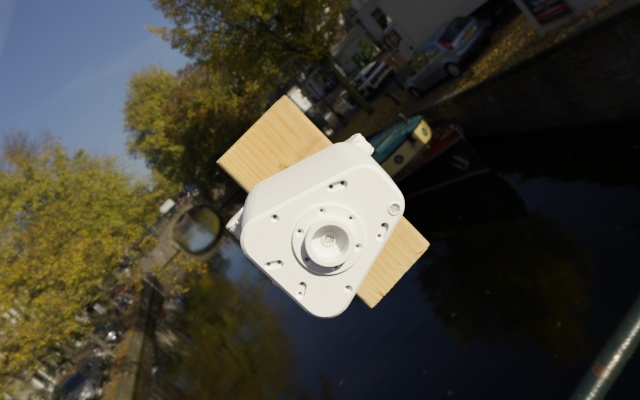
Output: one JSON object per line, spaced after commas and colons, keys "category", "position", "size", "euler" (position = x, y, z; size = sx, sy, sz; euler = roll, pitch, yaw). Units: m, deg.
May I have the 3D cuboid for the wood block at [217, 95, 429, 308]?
{"category": "wood block", "position": [0.000, 0.001, 0.494], "size": [0.206, 0.091, 0.090], "euler": [45, -5, -12]}
